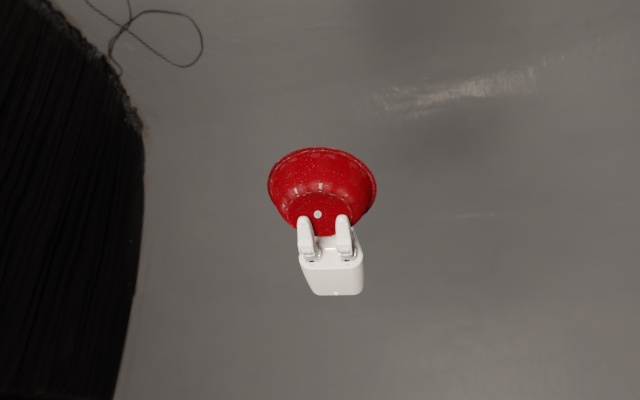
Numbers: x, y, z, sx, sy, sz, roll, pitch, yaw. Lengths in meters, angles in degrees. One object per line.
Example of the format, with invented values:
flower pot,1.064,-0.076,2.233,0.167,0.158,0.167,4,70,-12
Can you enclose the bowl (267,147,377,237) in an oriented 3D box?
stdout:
bowl,0.000,0.002,0.684,0.162,0.162,0.055,0,44,6
